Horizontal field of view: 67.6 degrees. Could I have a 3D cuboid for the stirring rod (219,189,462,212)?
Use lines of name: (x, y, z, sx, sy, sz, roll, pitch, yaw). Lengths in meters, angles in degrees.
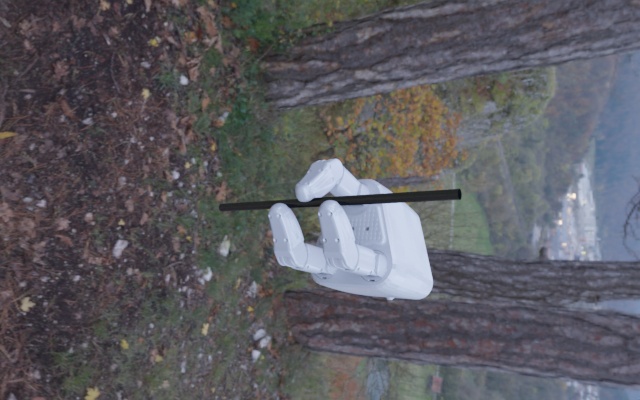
stirring rod: (0.000, 0.001, 0.406, 0.239, 0.011, 0.011, -3, -2, 35)
